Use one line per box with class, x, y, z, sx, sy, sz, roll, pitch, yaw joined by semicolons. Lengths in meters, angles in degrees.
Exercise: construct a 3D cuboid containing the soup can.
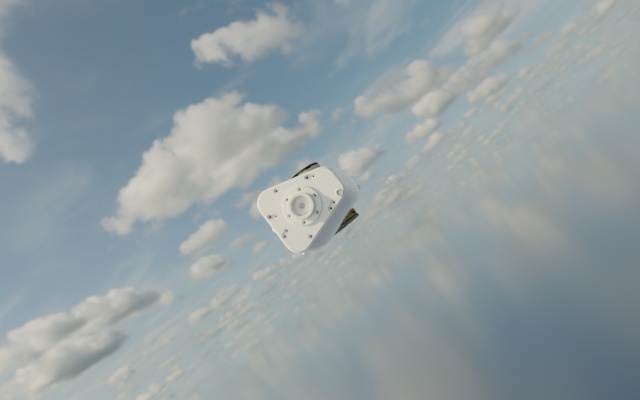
soup can;0.000;0.002;0.718;0.068;0.102;0.068;-37;-7;-6
